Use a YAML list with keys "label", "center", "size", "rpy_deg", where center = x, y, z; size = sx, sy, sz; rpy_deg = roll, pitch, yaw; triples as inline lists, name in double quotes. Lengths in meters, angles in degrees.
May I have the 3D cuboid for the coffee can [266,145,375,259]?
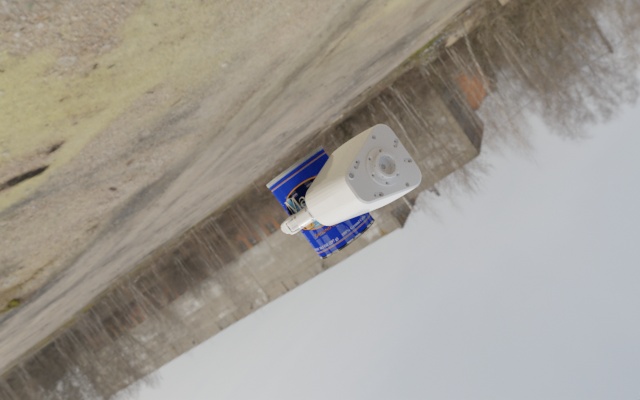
- label: "coffee can"
  center: [0.000, 0.002, 0.724]
  size: [0.103, 0.140, 0.103]
  rpy_deg: [-36, 4, 3]
